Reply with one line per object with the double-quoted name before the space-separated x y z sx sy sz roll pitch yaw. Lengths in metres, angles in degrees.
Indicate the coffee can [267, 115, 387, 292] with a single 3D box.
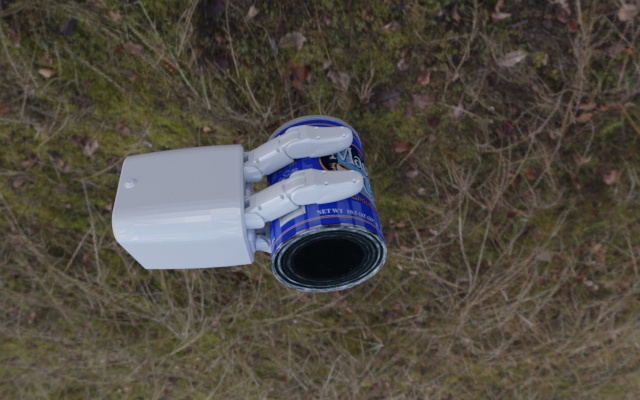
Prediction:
"coffee can" 0.000 0.001 0.461 0.103 0.140 0.103 -5 -40 -4
